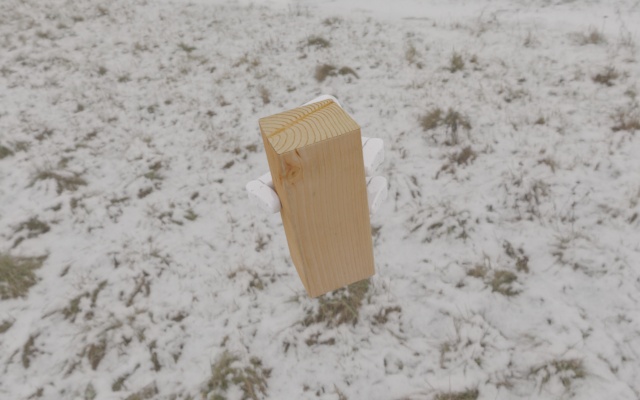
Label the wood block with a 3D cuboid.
[{"bbox_3d":[0.000,0.002,0.559,0.091,0.206,0.090,-18,37,-11],"label":"wood block"}]
